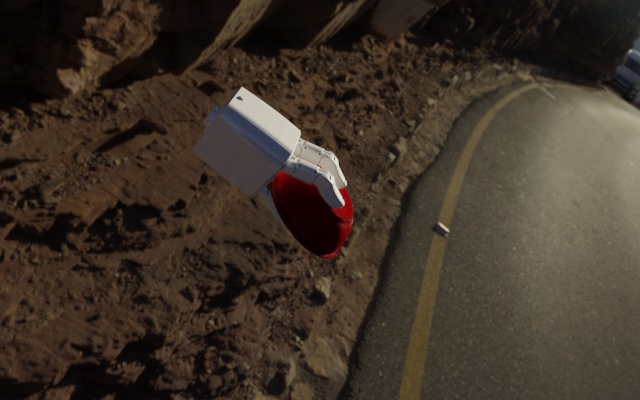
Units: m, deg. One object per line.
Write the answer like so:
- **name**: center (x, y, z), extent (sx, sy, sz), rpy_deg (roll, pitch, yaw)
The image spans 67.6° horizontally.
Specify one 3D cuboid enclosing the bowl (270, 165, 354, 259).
- **bowl**: center (0.001, 0.003, 0.709), extent (0.055, 0.162, 0.162), rpy_deg (-33, -15, 25)
